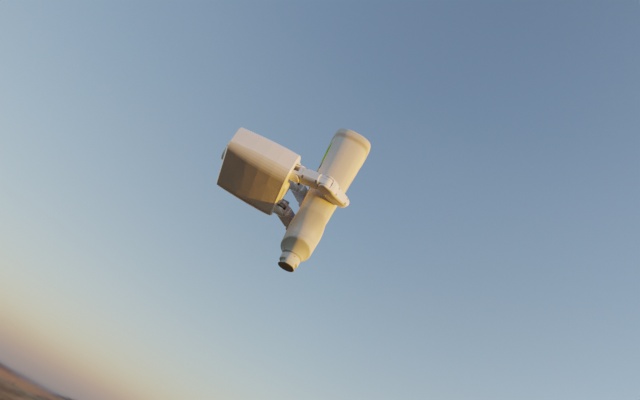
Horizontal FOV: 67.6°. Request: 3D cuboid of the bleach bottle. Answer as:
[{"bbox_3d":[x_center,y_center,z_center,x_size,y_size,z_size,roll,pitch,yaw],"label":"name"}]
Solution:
[{"bbox_3d":[0.000,0.003,0.780,0.068,0.250,0.103,27,-32,1],"label":"bleach bottle"}]
